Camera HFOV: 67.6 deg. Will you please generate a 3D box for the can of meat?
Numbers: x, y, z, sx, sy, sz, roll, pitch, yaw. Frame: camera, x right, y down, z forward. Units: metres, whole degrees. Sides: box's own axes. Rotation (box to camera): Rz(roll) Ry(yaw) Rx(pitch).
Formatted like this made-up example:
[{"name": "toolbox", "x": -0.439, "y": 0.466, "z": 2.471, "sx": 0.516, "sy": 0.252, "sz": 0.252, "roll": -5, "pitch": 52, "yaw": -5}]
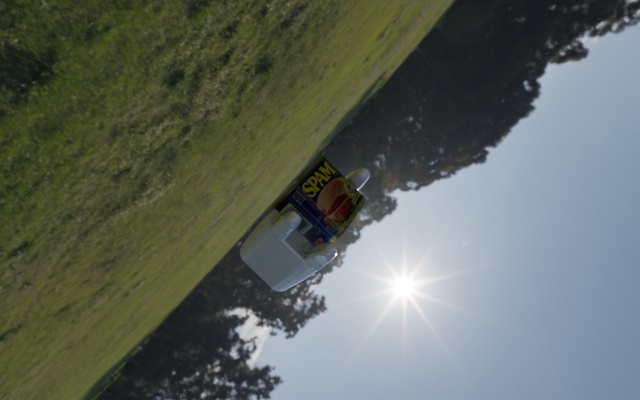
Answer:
[{"name": "can of meat", "x": 0.000, "y": 0.002, "z": 0.593, "sx": 0.057, "sy": 0.084, "sz": 0.102, "roll": -42, "pitch": 5, "yaw": 42}]
